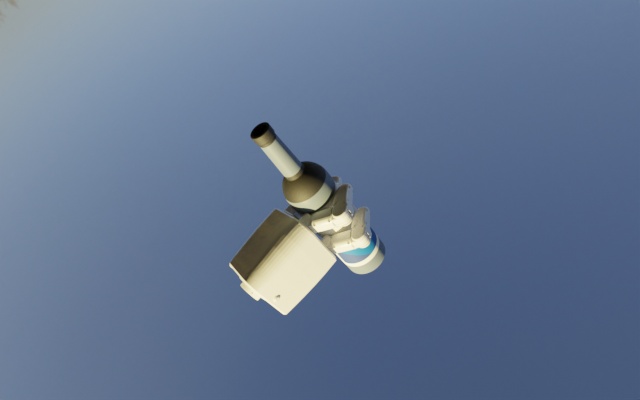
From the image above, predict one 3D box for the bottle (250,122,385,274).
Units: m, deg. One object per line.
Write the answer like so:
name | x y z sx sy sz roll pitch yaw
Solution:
bottle | 0.000 0.002 0.660 0.069 0.069 0.296 0 -35 37
